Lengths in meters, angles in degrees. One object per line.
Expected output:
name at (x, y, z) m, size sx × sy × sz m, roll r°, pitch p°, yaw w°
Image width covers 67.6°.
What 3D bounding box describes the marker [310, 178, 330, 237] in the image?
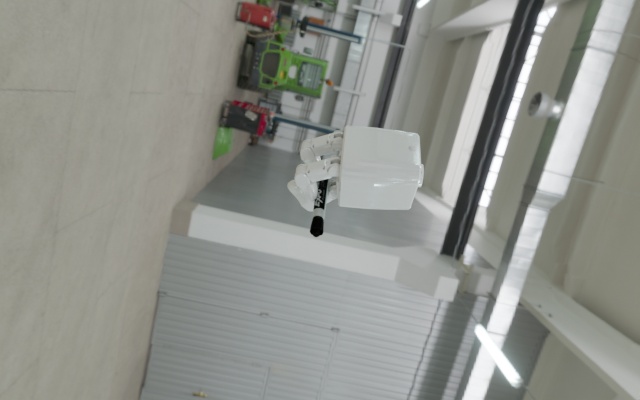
marker at (0.000, 0.002, 0.681) m, size 0.020 × 0.121 × 0.020 m, roll 4°, pitch -42°, yaw 4°
